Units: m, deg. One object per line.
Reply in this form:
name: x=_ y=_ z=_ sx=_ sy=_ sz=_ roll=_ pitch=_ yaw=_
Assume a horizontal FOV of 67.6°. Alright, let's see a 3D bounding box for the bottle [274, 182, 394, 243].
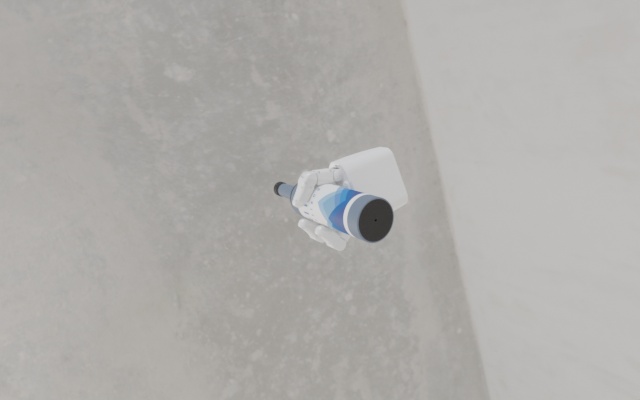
bottle: x=0.000 y=0.003 z=0.793 sx=0.069 sy=0.069 sz=0.295 roll=0 pitch=10 yaw=-33
